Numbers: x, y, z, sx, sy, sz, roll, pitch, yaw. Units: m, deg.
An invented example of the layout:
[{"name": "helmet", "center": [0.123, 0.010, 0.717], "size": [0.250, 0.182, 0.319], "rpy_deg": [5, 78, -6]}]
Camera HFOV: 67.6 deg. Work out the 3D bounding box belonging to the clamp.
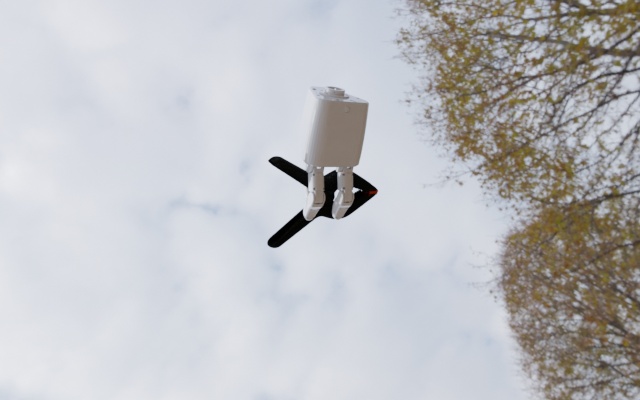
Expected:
[{"name": "clamp", "center": [0.000, 0.002, 0.821], "size": [0.210, 0.165, 0.036], "rpy_deg": [-2, 27, -27]}]
